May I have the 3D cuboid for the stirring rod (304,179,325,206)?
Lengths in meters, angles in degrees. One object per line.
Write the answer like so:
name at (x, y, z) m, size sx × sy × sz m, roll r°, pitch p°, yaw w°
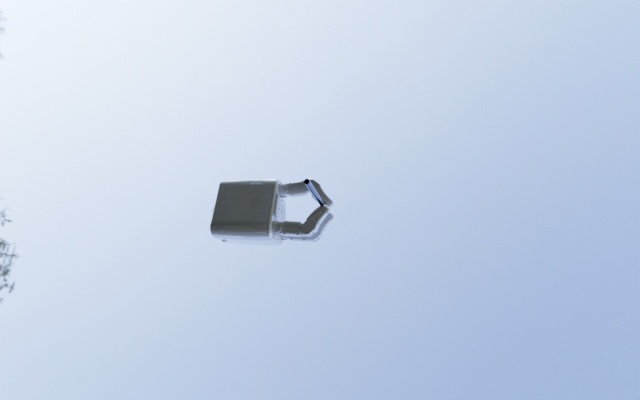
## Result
stirring rod at (0.000, 0.002, 0.760) m, size 0.011 × 0.011 × 0.239 m, roll 0°, pitch -14°, yaw 9°
